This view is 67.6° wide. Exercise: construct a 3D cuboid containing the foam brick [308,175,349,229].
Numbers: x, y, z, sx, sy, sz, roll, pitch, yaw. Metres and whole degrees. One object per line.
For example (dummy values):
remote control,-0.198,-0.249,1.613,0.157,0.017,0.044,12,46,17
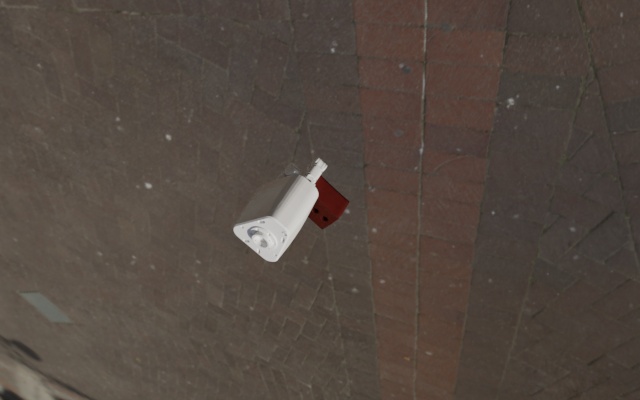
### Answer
foam brick,0.000,0.003,0.846,0.053,0.078,0.051,-37,16,45
